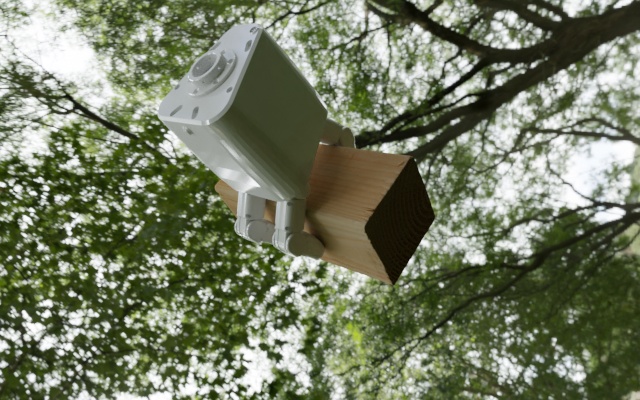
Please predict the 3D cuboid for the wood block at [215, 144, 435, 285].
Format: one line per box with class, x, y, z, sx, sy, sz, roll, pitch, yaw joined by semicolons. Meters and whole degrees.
wood block;0.000;0.001;0.501;0.206;0.090;0.090;14;-34;41
